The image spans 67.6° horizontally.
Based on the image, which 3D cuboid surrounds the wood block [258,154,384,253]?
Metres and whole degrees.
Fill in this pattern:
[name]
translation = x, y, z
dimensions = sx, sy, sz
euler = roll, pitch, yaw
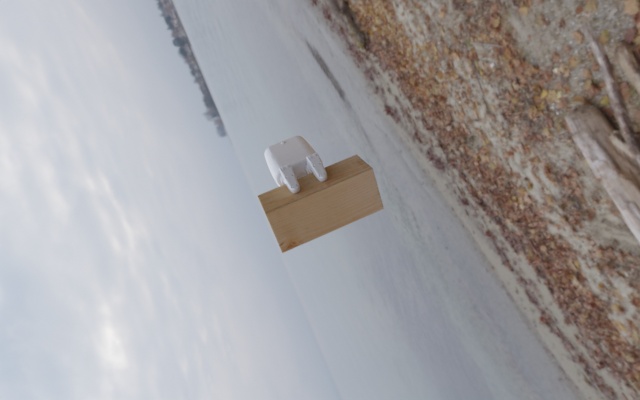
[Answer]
[wood block]
translation = 0.000, 0.003, 0.891
dimensions = 0.206, 0.091, 0.090
euler = -23, 28, -7
